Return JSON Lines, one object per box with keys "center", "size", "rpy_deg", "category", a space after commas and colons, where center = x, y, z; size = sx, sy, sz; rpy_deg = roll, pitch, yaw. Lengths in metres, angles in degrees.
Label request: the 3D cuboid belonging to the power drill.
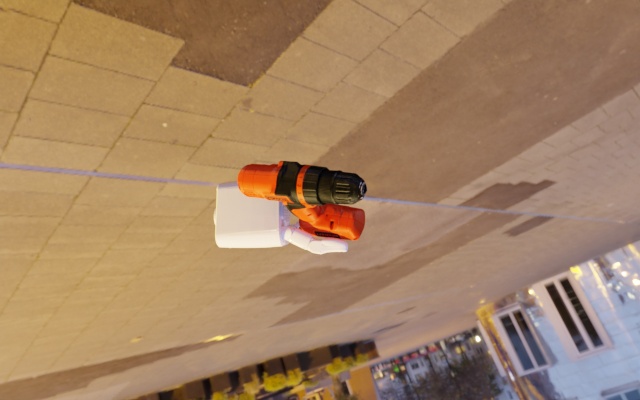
{"center": [0.000, 0.002, 0.681], "size": [0.184, 0.057, 0.188], "rpy_deg": [8, -19, 27], "category": "power drill"}
